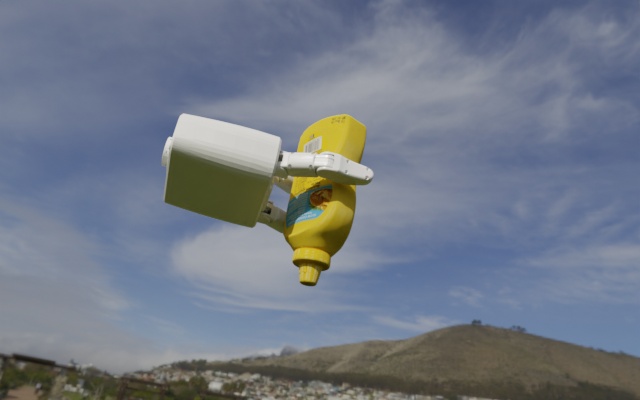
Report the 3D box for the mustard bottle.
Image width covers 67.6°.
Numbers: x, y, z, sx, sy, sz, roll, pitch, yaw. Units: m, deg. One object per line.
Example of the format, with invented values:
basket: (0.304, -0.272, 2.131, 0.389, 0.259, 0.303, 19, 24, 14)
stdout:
mustard bottle: (0.000, 0.002, 0.539, 0.058, 0.191, 0.096, 28, -31, -34)
